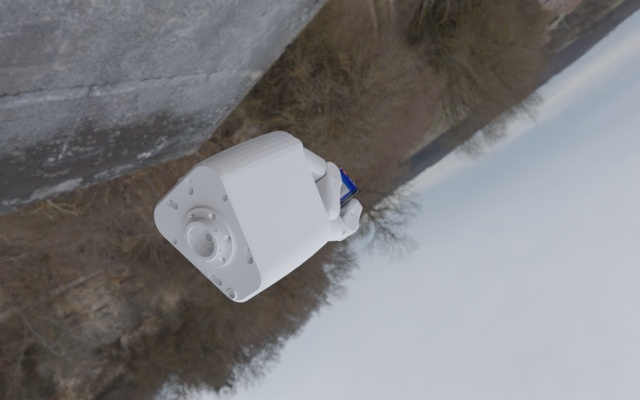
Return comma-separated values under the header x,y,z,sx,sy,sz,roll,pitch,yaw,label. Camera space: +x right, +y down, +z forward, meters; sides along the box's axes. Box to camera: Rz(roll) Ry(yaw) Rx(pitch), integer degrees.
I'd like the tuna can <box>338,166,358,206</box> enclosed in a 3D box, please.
x,y,z,sx,sy,sz,roll,pitch,yaw,label
0.000,0.002,0.530,0.086,0.034,0.086,-39,0,0,tuna can
